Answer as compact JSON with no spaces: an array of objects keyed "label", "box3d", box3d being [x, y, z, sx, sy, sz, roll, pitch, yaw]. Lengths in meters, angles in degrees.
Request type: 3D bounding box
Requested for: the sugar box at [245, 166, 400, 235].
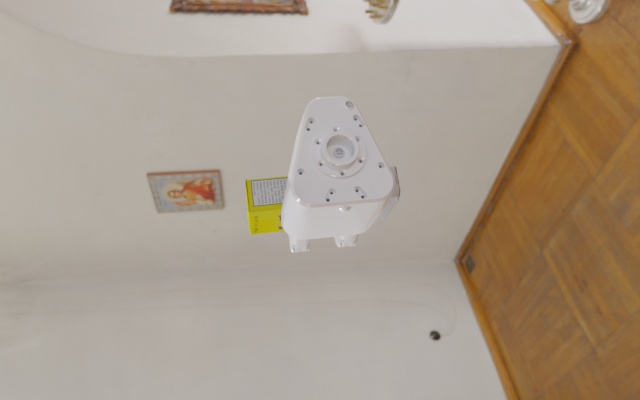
[{"label":"sugar box","box3d":[0.000,0.002,0.577,0.176,0.048,0.093,-4,-20,-8]}]
